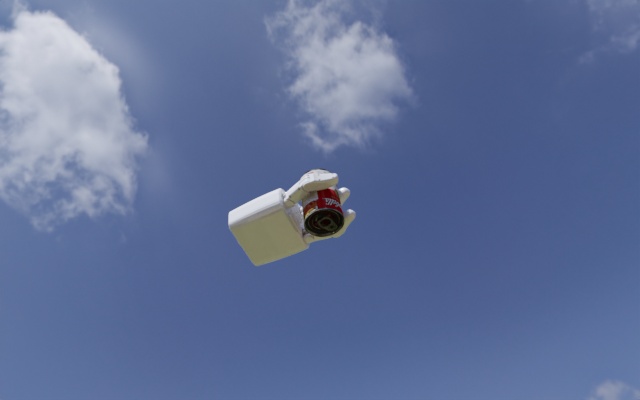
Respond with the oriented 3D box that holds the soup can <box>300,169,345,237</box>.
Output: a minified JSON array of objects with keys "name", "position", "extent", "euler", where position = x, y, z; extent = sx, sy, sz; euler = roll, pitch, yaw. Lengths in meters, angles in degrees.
[{"name":"soup can","position":[0.001,0.002,0.819],"extent":[0.068,0.069,0.102],"euler":[0,44,-10]}]
